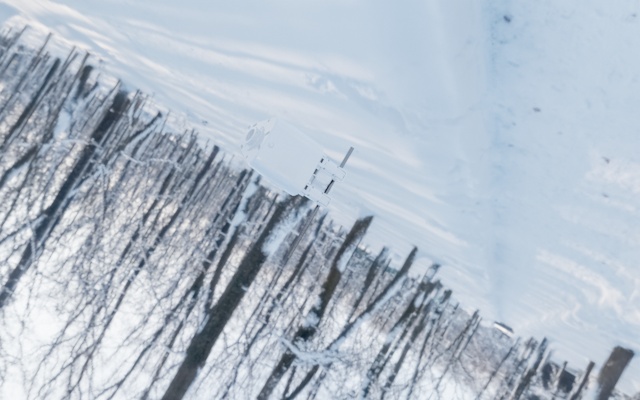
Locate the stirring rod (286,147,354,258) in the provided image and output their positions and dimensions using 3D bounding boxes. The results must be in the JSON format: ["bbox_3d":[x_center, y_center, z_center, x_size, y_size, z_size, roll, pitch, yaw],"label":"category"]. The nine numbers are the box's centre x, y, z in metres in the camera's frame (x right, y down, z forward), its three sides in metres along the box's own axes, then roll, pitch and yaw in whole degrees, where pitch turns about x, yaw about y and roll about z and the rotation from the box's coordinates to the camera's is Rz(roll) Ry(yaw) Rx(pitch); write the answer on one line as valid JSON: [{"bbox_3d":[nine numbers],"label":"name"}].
[{"bbox_3d":[0.000,0.003,0.899,0.011,0.239,0.011,30,-4,2],"label":"stirring rod"}]
